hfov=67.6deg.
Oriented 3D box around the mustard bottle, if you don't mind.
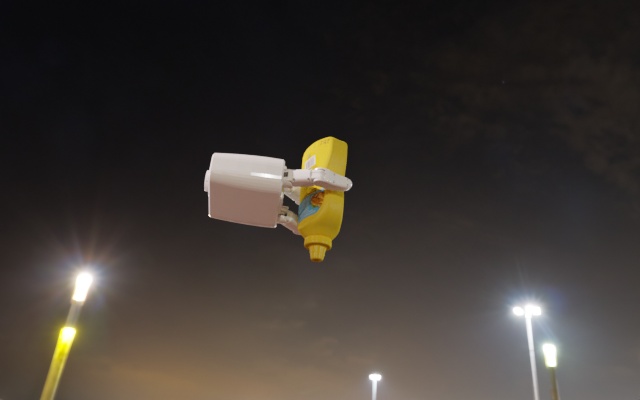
[{"bbox_3d":[0.000,0.002,0.747,0.058,0.191,0.096,19,-30,-27],"label":"mustard bottle"}]
